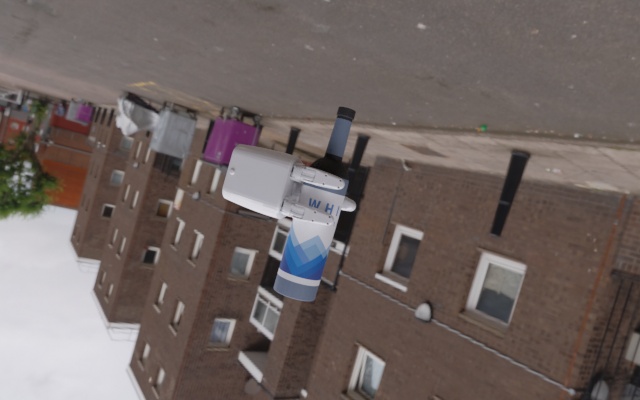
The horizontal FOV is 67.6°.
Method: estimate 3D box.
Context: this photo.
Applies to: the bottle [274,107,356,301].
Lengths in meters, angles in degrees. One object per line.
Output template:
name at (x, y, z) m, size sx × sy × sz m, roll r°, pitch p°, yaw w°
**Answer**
bottle at (0.000, 0.003, 0.731) m, size 0.069 × 0.296 × 0.069 m, roll 16°, pitch 2°, yaw -1°
